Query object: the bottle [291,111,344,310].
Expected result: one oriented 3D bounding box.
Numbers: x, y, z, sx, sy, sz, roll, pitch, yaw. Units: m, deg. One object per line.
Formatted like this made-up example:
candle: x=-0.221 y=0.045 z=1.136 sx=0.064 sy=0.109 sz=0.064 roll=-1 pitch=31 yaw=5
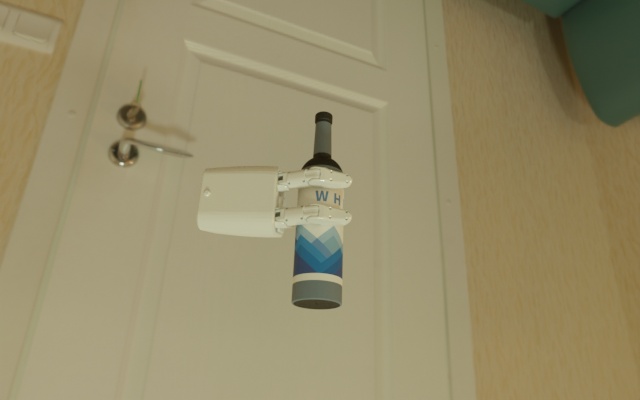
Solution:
bottle: x=0.000 y=0.002 z=0.685 sx=0.069 sy=0.295 sz=0.069 roll=2 pitch=-24 yaw=1
